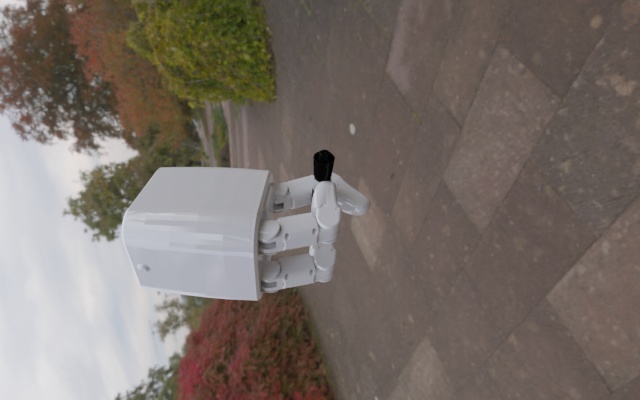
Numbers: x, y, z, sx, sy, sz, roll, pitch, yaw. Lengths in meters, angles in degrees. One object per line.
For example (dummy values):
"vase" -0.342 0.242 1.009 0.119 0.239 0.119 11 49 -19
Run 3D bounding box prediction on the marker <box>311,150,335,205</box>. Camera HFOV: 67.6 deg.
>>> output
"marker" 0.000 0.001 0.452 0.020 0.020 0.121 2 -45 -2
